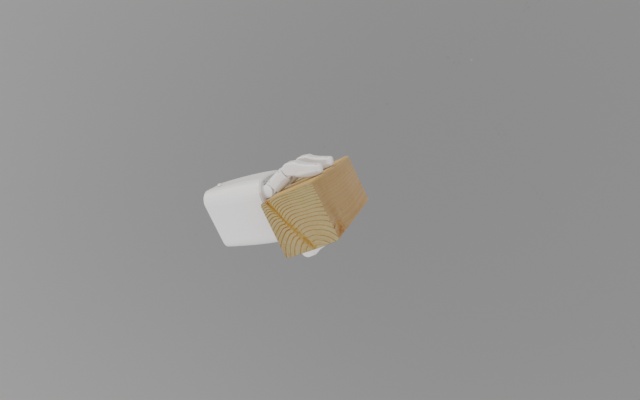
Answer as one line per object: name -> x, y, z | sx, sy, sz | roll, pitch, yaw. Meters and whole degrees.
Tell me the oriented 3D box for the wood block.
wood block -> 0.000, 0.003, 0.759 | 0.090, 0.091, 0.206 | -22, 8, 22
